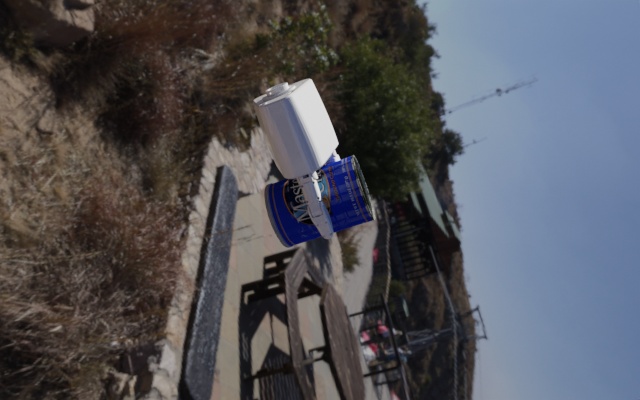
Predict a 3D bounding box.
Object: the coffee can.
[{"bbox_3d":[0.000,0.003,0.720,0.140,0.103,0.103,-18,-3,10],"label":"coffee can"}]
